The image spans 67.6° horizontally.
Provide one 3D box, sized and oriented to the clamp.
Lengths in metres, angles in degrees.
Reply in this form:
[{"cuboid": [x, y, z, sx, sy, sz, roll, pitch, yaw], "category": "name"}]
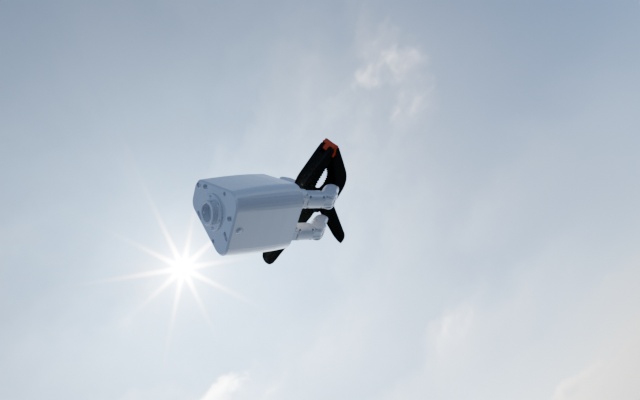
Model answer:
[{"cuboid": [0.000, 0.002, 0.758, 0.164, 0.210, 0.036, -6, 35, -43], "category": "clamp"}]
